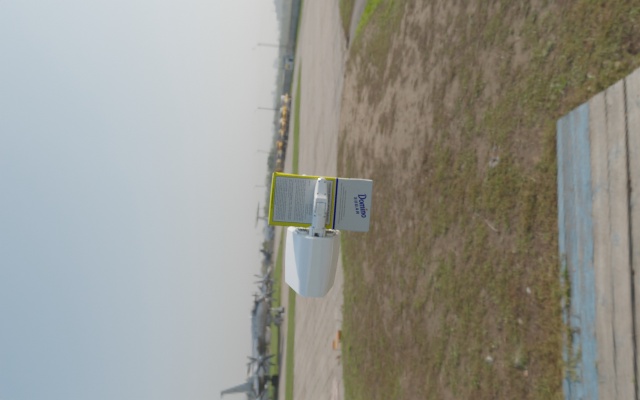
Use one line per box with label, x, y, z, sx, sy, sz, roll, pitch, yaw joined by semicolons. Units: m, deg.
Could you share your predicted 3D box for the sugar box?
sugar box;0.000;0.003;0.841;0.176;0.093;0.048;5;3;-6
